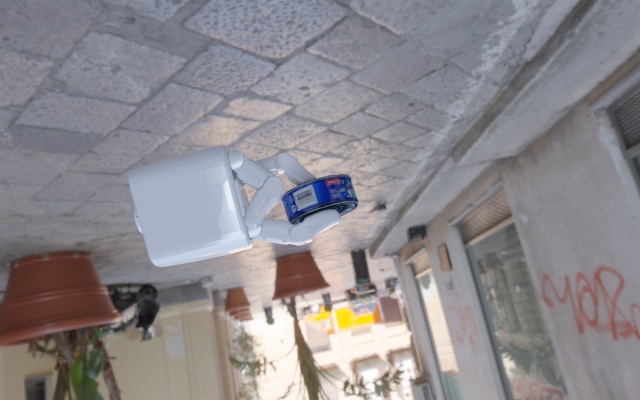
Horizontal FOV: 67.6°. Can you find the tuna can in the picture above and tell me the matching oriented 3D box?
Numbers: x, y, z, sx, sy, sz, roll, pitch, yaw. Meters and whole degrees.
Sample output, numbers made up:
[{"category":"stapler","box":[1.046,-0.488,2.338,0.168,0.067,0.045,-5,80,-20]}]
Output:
[{"category":"tuna can","box":[0.000,0.002,0.557,0.086,0.033,0.086,-16,-14,-4]}]
